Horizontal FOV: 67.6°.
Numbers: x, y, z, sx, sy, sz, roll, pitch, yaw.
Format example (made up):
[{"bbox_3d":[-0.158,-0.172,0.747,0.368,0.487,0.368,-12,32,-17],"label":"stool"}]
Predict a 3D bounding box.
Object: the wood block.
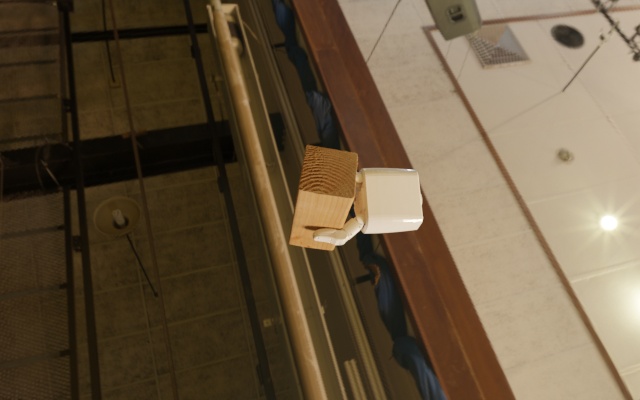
[{"bbox_3d":[0.000,0.003,0.850,0.090,0.090,0.206,9,-30,-4],"label":"wood block"}]
